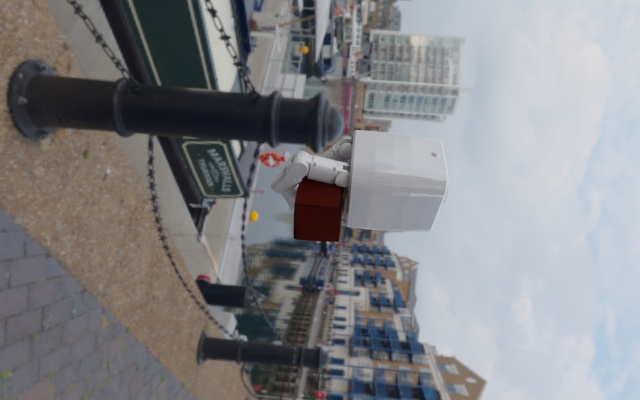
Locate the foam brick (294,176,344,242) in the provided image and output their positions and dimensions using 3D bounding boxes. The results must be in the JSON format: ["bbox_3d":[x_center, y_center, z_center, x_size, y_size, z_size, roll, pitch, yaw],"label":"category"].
[{"bbox_3d":[0.000,0.002,0.543,0.051,0.053,0.078,6,41,3],"label":"foam brick"}]
